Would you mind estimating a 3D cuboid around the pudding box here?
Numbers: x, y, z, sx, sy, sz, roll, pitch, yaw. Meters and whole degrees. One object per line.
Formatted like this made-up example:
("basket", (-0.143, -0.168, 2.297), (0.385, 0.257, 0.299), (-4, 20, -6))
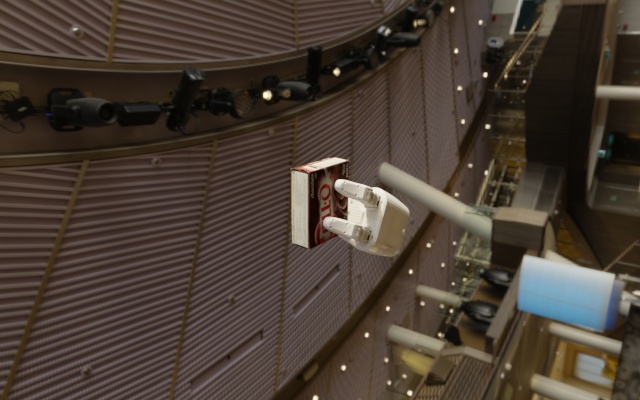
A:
("pudding box", (0.000, 0.002, 0.672), (0.039, 0.113, 0.090), (11, 21, 37))
